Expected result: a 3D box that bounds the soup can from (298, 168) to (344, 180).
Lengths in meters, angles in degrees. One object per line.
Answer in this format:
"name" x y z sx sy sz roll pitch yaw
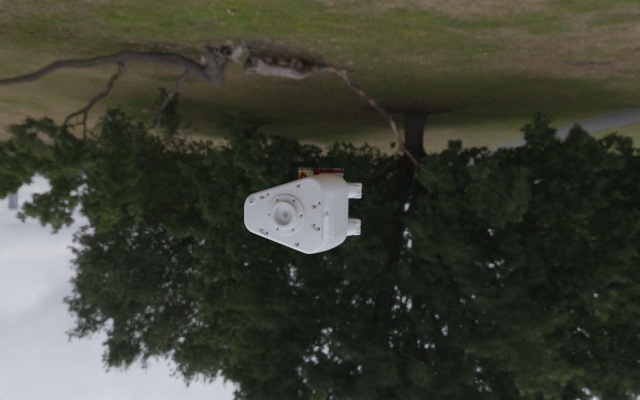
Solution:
"soup can" 0.000 0.003 0.717 0.068 0.102 0.068 1 3 0
